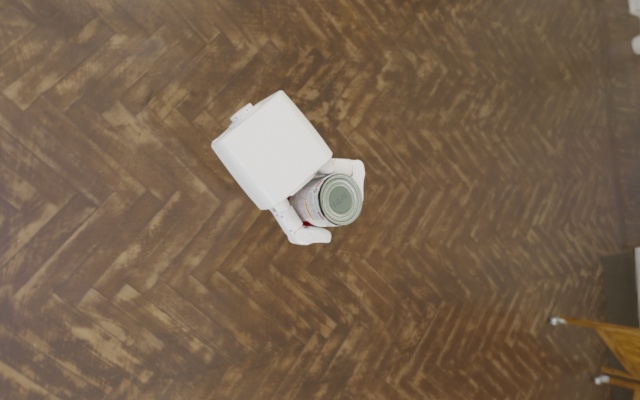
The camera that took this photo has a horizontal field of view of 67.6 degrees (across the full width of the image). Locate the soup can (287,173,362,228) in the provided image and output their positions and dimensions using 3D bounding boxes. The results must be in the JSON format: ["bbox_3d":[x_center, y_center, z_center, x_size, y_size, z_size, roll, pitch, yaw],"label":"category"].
[{"bbox_3d":[0.000,0.003,0.638,0.068,0.068,0.102,0,-4,-32],"label":"soup can"}]
